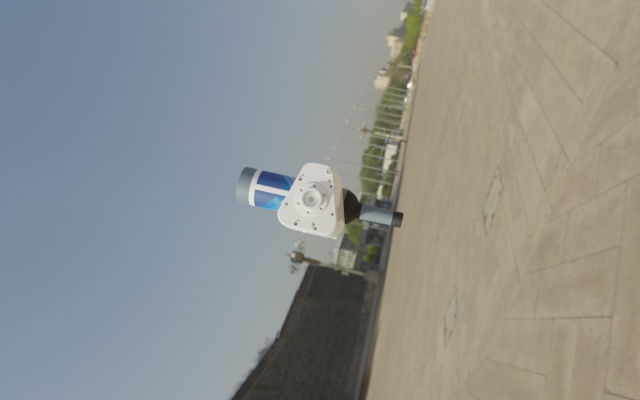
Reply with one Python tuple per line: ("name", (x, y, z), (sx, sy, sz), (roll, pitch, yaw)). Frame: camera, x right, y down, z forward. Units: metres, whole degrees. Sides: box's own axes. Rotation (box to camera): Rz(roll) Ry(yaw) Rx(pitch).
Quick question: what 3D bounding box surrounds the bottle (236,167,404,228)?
("bottle", (0.000, 0.003, 0.854), (0.295, 0.069, 0.069), (13, 2, 7))
